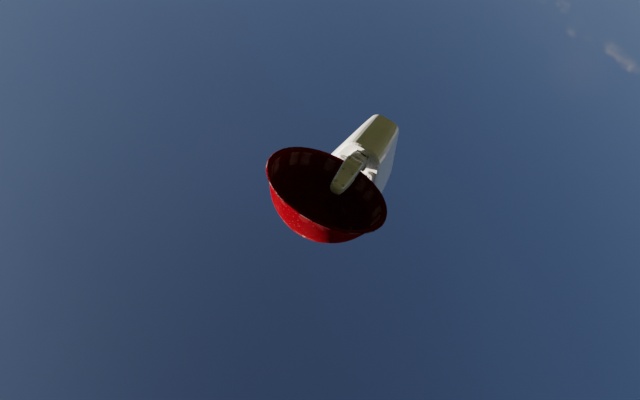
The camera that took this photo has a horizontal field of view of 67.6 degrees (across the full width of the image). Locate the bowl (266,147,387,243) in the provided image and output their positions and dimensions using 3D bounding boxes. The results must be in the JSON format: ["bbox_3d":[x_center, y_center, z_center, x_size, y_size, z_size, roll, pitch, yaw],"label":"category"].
[{"bbox_3d":[-0.001,0.003,0.599,0.162,0.055,0.162,19,34,-14],"label":"bowl"}]
